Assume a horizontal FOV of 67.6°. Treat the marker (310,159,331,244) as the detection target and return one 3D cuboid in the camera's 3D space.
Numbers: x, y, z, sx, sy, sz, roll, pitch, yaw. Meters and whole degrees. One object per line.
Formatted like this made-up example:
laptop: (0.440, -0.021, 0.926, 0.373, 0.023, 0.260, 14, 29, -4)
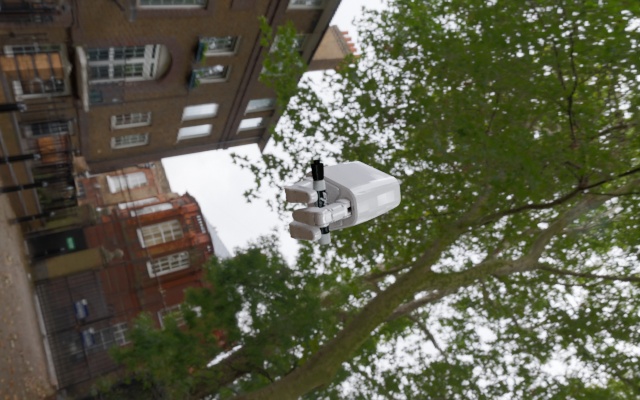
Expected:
marker: (0.000, 0.002, 0.672, 0.020, 0.121, 0.020, -5, 14, 1)
